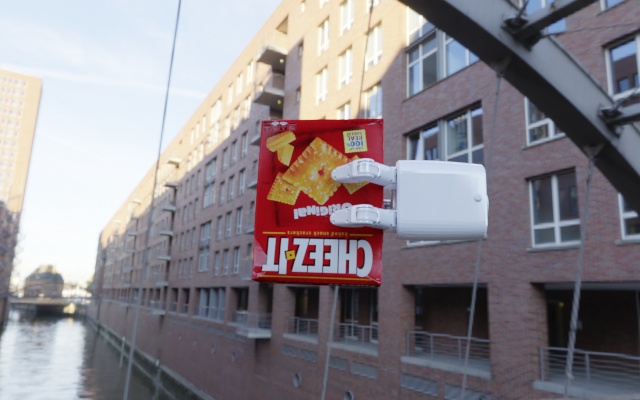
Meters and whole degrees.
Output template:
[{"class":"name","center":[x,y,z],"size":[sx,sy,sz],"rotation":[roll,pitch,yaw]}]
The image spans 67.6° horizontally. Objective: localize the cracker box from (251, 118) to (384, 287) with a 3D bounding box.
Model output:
[{"class":"cracker box","center":[0.000,0.002,0.624],"size":[0.164,0.213,0.072],"rotation":[1,-12,6]}]
